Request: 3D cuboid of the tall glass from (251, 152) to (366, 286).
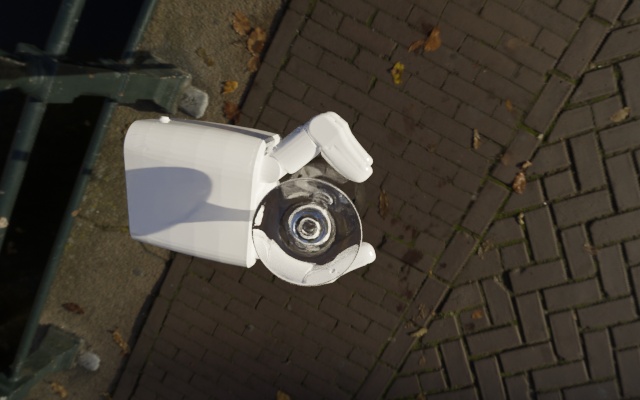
[{"bbox_3d":[0.000,0.002,0.411,0.079,0.079,0.201,0,12,6],"label":"tall glass"}]
